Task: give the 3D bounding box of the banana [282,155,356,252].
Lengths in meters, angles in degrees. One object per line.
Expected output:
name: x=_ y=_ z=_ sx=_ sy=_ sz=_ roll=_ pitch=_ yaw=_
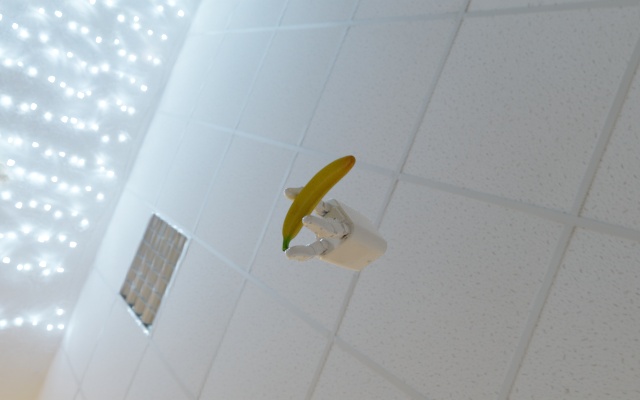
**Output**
banana: x=-0.010 y=-0.003 z=0.819 sx=0.037 sy=0.198 sz=0.069 roll=28 pitch=11 yaw=-38
